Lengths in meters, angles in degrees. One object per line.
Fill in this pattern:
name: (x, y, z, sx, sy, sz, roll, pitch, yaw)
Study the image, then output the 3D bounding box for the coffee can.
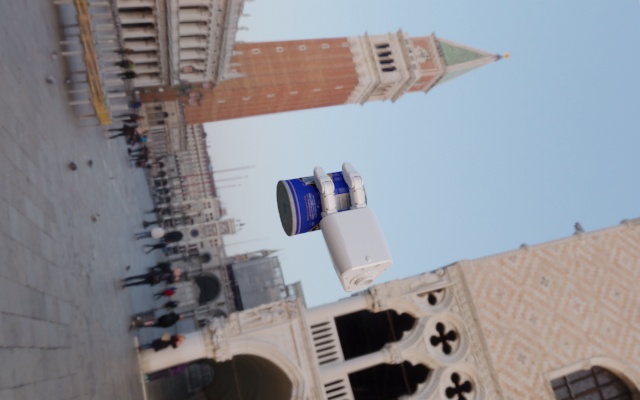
coffee can: (0.000, 0.003, 0.872, 0.140, 0.103, 0.103, -10, 3, -18)
